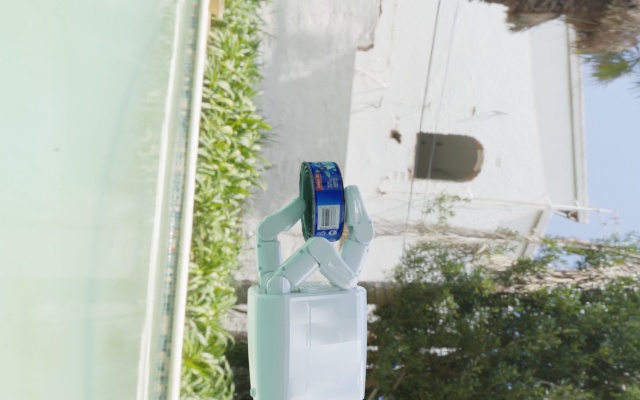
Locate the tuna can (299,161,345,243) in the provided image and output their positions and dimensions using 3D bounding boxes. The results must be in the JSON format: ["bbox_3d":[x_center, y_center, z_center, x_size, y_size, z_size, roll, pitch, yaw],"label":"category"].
[{"bbox_3d":[0.001,0.002,0.497,0.034,0.086,0.086,-2,0,-11],"label":"tuna can"}]
